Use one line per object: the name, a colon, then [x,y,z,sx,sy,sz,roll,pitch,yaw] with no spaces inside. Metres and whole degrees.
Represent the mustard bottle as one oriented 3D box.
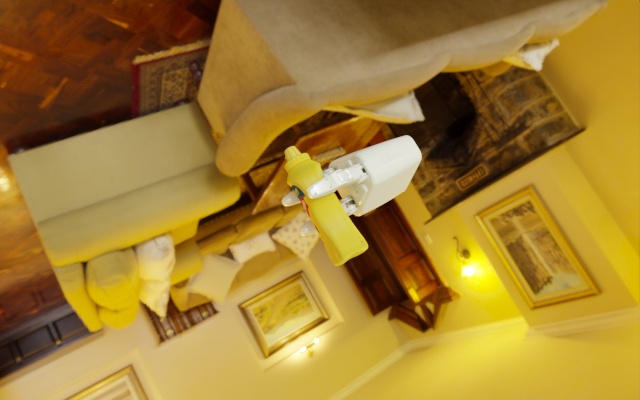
mustard bottle: [0.000,0.003,0.715,0.058,0.191,0.096,-29,-9,-3]
